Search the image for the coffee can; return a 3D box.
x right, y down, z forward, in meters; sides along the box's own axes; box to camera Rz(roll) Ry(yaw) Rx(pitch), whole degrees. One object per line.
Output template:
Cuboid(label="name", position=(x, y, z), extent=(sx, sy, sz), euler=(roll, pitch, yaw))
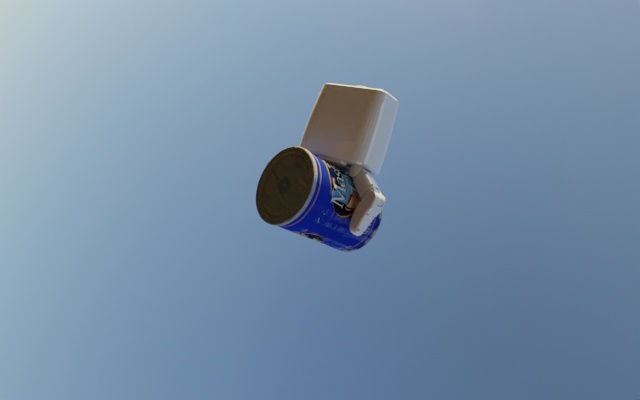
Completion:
Cuboid(label="coffee can", position=(0.000, 0.002, 0.634), extent=(0.103, 0.102, 0.140), euler=(0, -18, 44))
